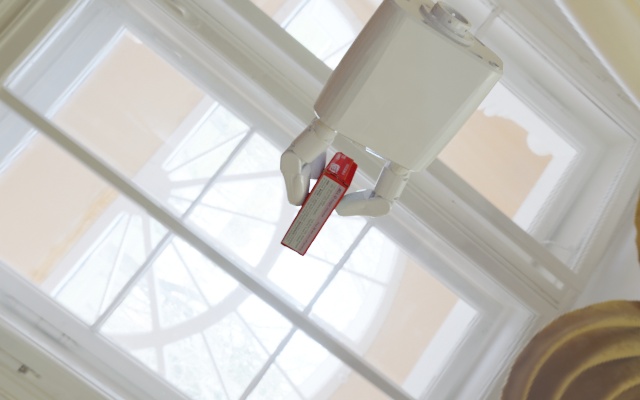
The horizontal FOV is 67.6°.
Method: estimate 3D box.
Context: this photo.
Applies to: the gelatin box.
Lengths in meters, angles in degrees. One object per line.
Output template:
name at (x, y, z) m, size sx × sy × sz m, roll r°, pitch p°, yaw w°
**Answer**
gelatin box at (0.000, 0.002, 0.470) m, size 0.030 × 0.089 × 0.073 m, roll 31°, pitch 23°, yaw 0°
